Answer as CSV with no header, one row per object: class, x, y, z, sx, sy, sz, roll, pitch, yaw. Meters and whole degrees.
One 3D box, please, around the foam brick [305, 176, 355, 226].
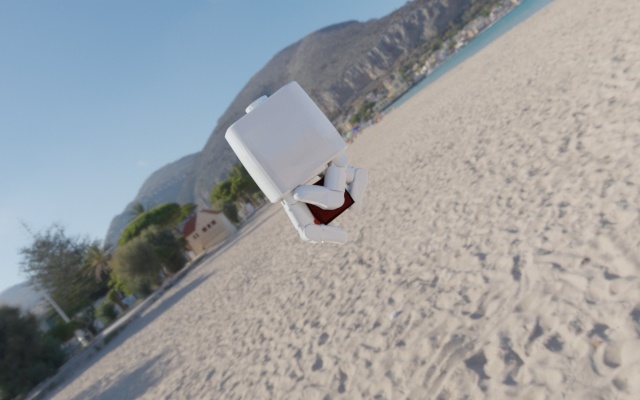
foam brick,0.000,0.002,0.631,0.053,0.051,0.078,-38,3,-20
